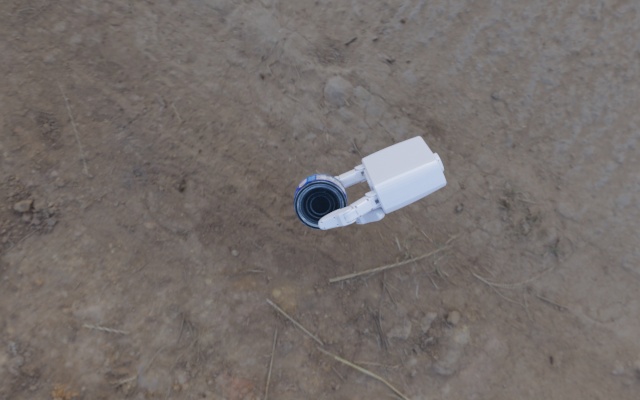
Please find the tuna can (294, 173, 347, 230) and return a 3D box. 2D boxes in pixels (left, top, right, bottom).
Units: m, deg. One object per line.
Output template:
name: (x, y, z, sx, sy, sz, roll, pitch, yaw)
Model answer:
tuna can: (0.000, 0.003, 0.759, 0.086, 0.086, 0.033, 0, 22, 0)
